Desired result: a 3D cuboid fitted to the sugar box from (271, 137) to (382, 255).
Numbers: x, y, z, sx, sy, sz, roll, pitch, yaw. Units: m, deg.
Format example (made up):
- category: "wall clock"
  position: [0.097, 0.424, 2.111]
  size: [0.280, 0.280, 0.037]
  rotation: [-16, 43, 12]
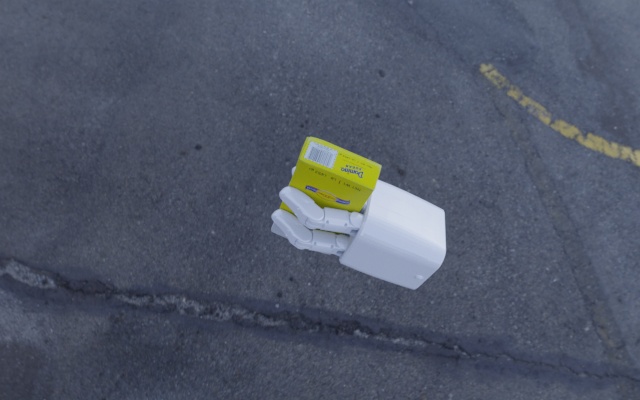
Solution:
- category: "sugar box"
  position: [0.000, 0.002, 0.603]
  size: [0.093, 0.048, 0.176]
  rotation: [23, -37, -2]
